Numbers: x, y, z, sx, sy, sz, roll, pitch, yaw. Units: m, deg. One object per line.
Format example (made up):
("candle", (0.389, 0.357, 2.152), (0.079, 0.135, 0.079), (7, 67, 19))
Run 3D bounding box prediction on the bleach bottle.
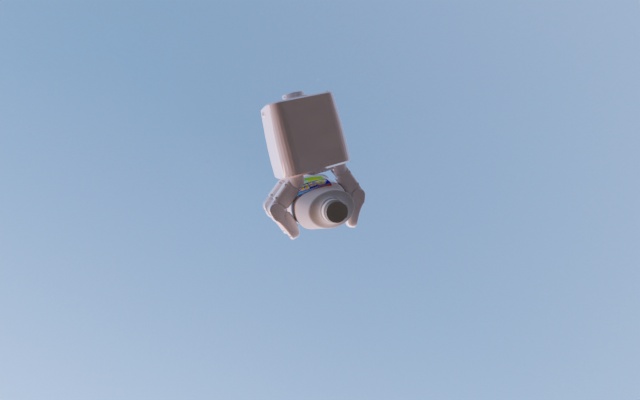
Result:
("bleach bottle", (0.000, 0.002, 0.716), (0.102, 0.068, 0.251), (-15, 8, -12))
